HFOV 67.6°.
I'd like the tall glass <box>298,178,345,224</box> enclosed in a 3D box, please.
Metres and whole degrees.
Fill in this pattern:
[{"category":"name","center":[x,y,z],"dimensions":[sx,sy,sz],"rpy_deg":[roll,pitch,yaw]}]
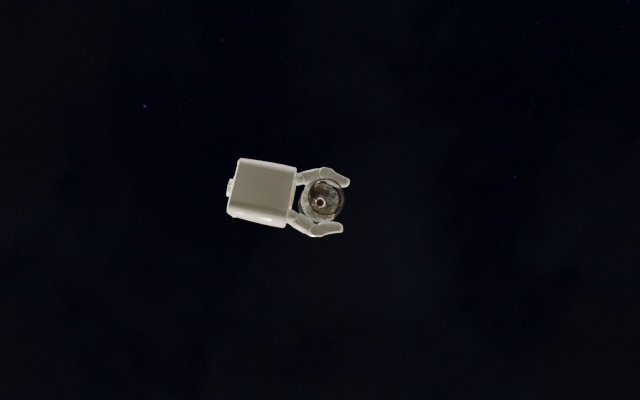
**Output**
[{"category":"tall glass","center":[0.000,0.003,0.886],"dimensions":[0.079,0.079,0.201],"rpy_deg":[0,-5,-6]}]
